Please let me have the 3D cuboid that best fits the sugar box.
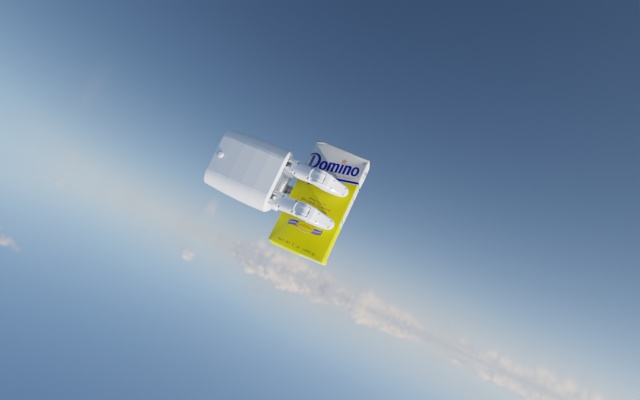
[{"bbox_3d":[0.000,0.002,0.740,0.093,0.176,0.048,23,-9,10],"label":"sugar box"}]
